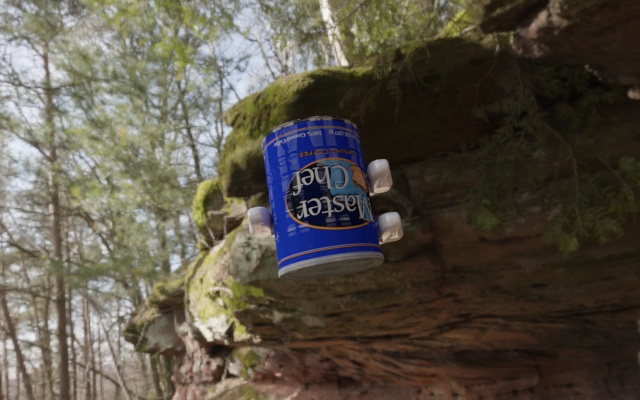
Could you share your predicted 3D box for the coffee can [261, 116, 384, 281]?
[{"bbox_3d":[0.000,0.002,0.479,0.103,0.140,0.103,-9,-16,-2],"label":"coffee can"}]
